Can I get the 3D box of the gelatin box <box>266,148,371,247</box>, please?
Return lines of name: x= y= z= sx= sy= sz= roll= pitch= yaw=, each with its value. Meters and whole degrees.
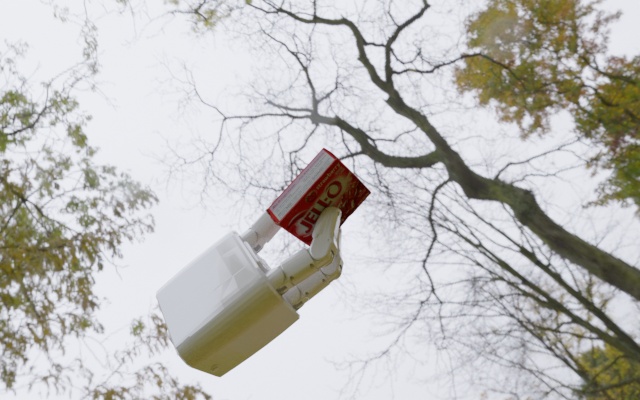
gelatin box: x=0.000 y=0.001 z=0.492 sx=0.073 sy=0.089 sz=0.030 roll=40 pitch=3 yaw=-46
